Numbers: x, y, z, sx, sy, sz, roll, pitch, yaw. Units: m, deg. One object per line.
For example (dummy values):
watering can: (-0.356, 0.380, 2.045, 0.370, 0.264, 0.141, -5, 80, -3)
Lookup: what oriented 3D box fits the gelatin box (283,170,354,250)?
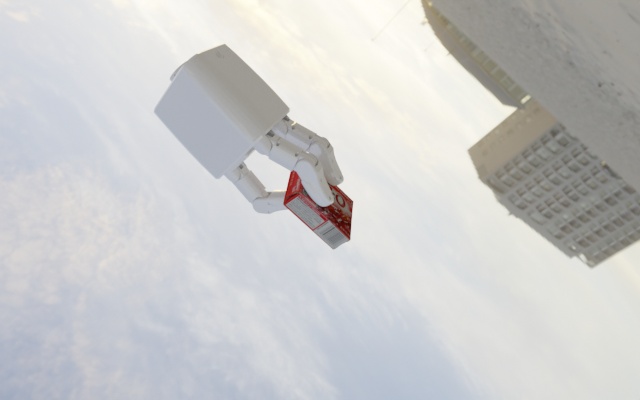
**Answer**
gelatin box: (0.000, 0.002, 0.556, 0.030, 0.089, 0.073, -33, 27, 27)
